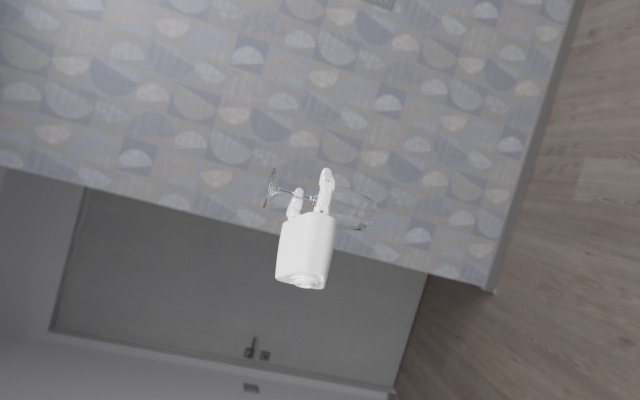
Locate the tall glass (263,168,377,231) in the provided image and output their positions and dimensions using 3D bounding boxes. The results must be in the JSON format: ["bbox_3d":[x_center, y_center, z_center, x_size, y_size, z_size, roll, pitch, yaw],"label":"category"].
[{"bbox_3d":[0.000,0.003,0.878,0.201,0.079,0.079,15,-4,-14],"label":"tall glass"}]
